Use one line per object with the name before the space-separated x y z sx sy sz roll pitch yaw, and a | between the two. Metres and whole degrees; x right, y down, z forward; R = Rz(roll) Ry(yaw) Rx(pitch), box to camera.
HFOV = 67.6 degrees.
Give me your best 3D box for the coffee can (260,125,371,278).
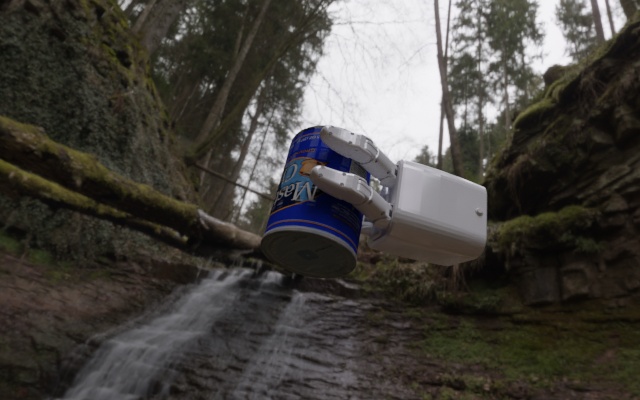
coffee can | 0.000 0.002 0.536 0.103 0.140 0.103 9 -33 6
